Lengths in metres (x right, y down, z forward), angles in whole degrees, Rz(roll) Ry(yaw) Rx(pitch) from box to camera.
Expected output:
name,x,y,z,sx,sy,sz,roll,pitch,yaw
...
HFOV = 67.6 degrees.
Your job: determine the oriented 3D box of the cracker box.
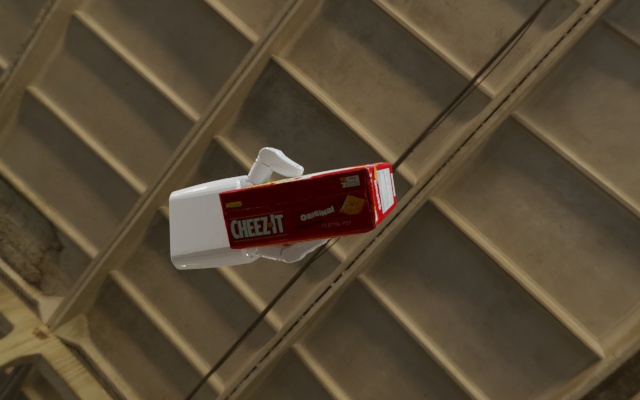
name,x,y,z,sx,sy,sz,roll,pitch,yaw
cracker box,0.000,0.002,0.587,0.164,0.072,0.213,-10,3,15
